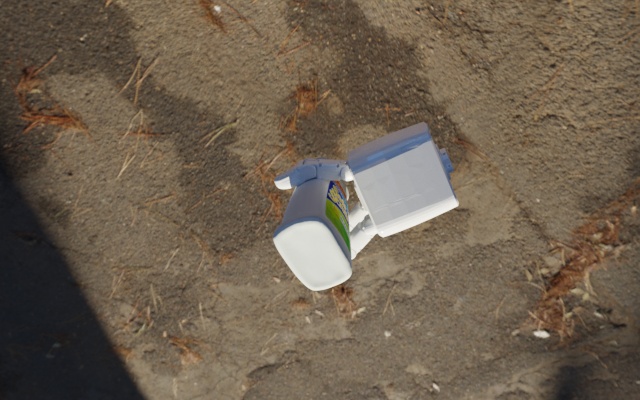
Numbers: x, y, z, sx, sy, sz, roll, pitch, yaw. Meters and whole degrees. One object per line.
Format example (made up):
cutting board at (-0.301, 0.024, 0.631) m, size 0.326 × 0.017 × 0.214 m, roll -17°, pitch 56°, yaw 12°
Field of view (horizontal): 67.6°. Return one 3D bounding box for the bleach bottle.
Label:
bleach bottle at (0.000, 0.002, 0.637) m, size 0.068 × 0.103 × 0.250 m, roll -23°, pitch 26°, yaw 16°
